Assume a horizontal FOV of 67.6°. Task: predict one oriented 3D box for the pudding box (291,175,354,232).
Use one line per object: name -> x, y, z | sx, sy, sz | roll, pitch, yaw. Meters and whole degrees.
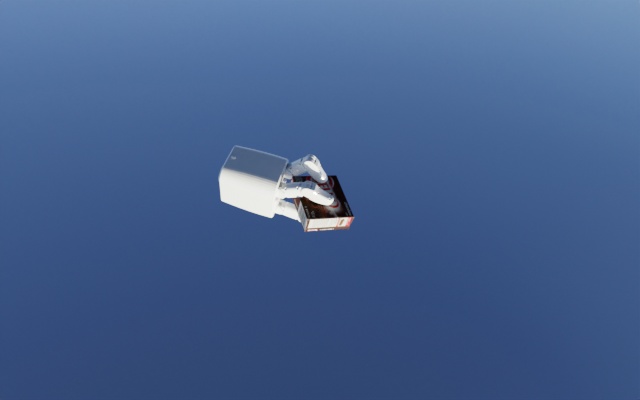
pudding box -> 0.000, 0.003, 0.875 | 0.090, 0.113, 0.039 | -3, -41, -20
